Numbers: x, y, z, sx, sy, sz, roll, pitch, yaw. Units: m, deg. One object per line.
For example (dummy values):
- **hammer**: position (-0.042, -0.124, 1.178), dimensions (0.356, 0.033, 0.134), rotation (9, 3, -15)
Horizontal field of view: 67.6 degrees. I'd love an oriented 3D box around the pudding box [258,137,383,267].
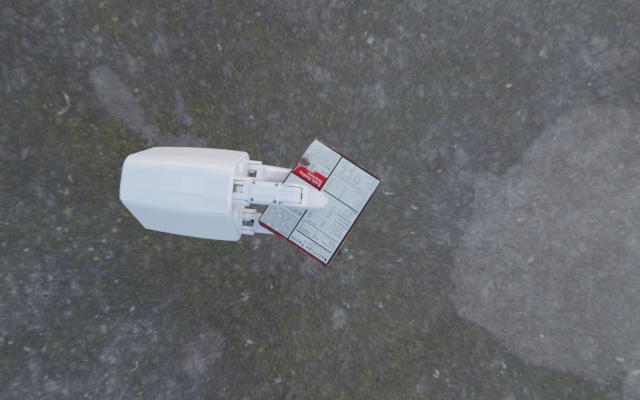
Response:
- **pudding box**: position (0.000, 0.002, 0.517), dimensions (0.090, 0.113, 0.039), rotation (34, -3, 1)
